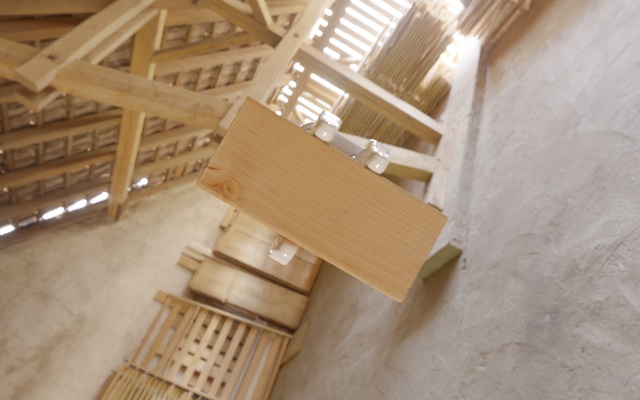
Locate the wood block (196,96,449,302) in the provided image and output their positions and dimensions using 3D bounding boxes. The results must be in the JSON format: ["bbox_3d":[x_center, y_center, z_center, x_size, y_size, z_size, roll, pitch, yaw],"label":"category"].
[{"bbox_3d":[0.000,0.002,0.454,0.206,0.091,0.090,30,-4,-6],"label":"wood block"}]
